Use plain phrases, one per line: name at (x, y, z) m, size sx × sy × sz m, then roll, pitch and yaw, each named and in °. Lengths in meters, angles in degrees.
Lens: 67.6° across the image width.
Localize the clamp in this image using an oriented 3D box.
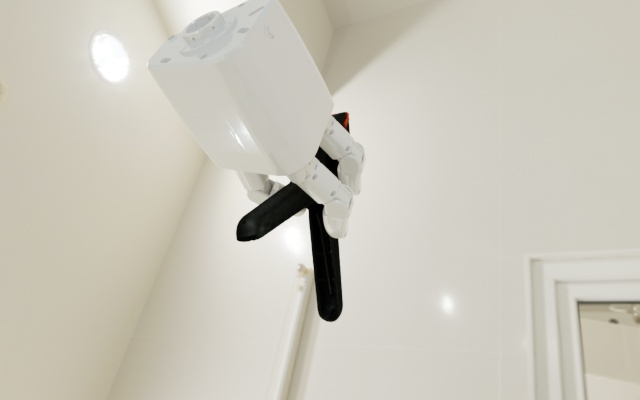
clamp at (-0.001, 0.001, 0.466) m, size 0.036 × 0.209 × 0.165 m, roll -5°, pitch -44°, yaw 27°
